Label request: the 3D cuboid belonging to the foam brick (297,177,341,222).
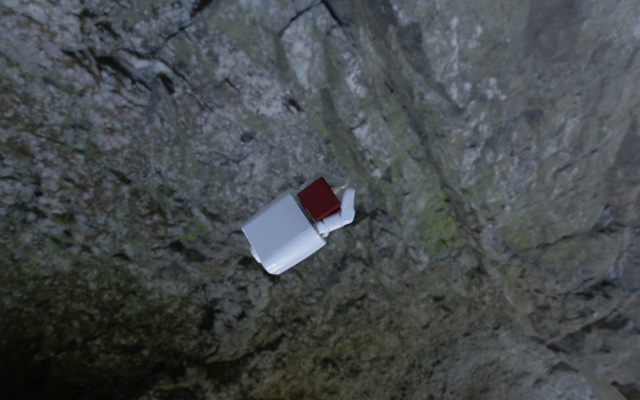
[{"bbox_3d":[0.000,0.002,0.798,0.051,0.053,0.078,-34,-12,-1],"label":"foam brick"}]
